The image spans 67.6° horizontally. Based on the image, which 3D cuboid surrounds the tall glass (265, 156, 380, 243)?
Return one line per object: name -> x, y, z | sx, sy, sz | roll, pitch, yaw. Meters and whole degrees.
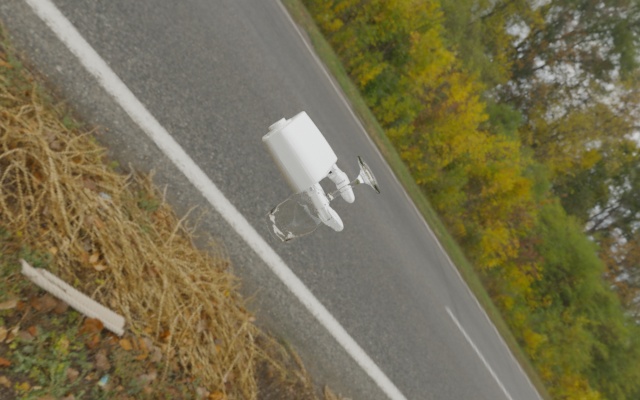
tall glass -> 0.001, 0.003, 0.844 | 0.201, 0.079, 0.079 | -30, -9, 16
